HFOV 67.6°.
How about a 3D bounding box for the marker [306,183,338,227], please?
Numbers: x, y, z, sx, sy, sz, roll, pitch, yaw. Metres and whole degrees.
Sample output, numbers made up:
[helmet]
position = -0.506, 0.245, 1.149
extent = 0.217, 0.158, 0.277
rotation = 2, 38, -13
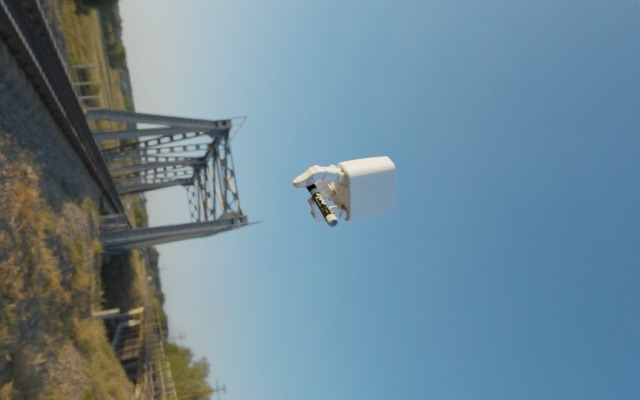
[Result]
[marker]
position = 0.000, 0.003, 0.870
extent = 0.020, 0.020, 0.121
rotation = 0, 38, -28
